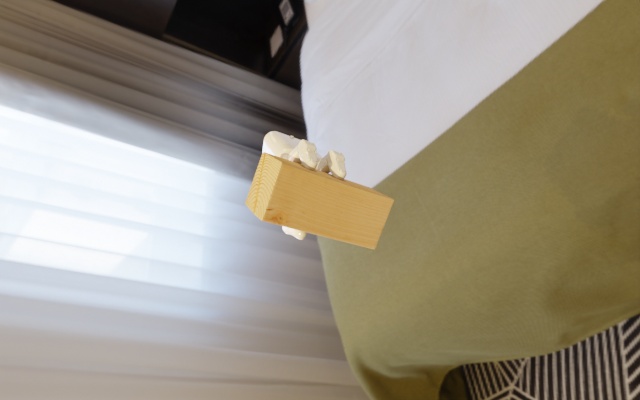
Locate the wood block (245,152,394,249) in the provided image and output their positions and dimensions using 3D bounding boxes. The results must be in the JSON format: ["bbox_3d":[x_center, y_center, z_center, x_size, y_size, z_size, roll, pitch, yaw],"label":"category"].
[{"bbox_3d":[0.000,0.003,0.759,0.206,0.091,0.090,16,8,-29],"label":"wood block"}]
